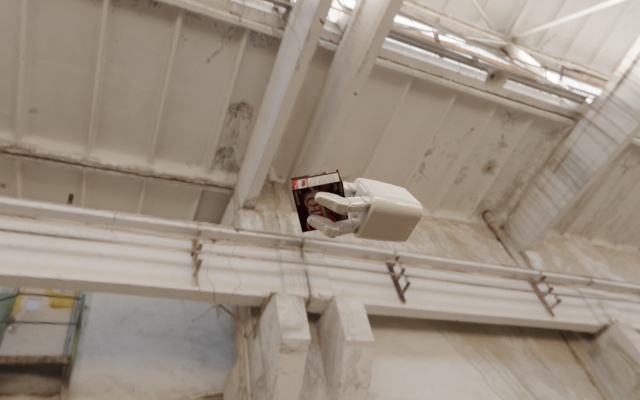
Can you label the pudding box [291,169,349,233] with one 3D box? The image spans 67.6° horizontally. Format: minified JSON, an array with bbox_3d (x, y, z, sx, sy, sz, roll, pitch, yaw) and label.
[{"bbox_3d":[0.000,0.003,0.861,0.090,0.114,0.039,-11,41,0],"label":"pudding box"}]
